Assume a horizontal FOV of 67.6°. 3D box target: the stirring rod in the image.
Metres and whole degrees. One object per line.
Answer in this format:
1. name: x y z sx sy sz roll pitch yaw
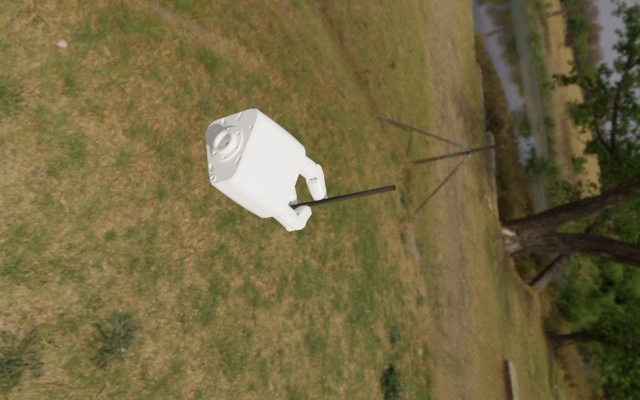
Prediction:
1. stirring rod: 0.000 0.002 0.725 0.239 0.011 0.011 -11 -6 29
